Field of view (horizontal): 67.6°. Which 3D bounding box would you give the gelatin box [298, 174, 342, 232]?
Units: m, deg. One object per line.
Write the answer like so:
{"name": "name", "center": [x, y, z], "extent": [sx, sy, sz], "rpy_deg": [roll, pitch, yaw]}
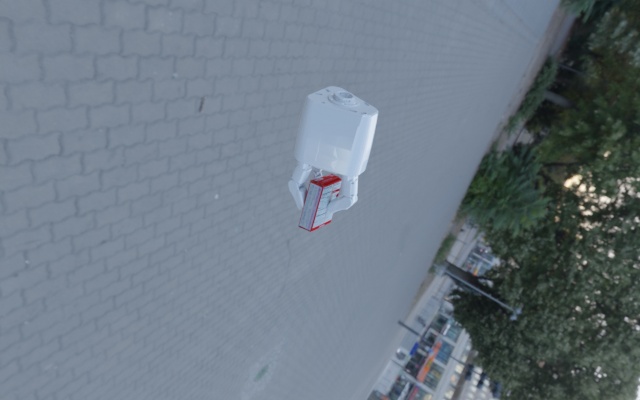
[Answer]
{"name": "gelatin box", "center": [0.000, 0.003, 0.828], "extent": [0.030, 0.089, 0.073], "rpy_deg": [23, 22, 23]}
